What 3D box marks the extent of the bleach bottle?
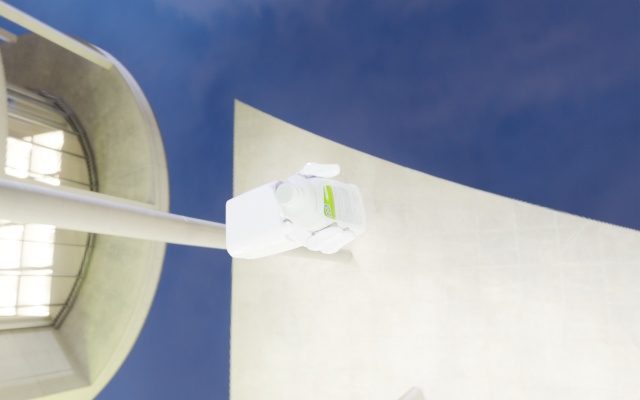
[{"bbox_3d":[0.000,0.003,0.765,0.068,0.102,0.251,-18,-16,21],"label":"bleach bottle"}]
